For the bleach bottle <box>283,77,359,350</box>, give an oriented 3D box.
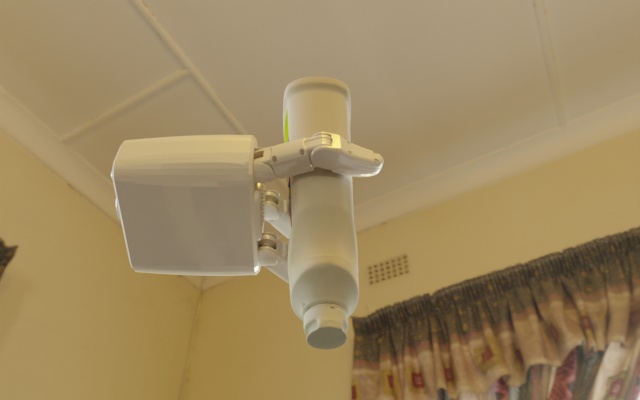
[{"bbox_3d":[0.000,0.001,0.406,0.068,0.103,0.250,-1,43,-2],"label":"bleach bottle"}]
